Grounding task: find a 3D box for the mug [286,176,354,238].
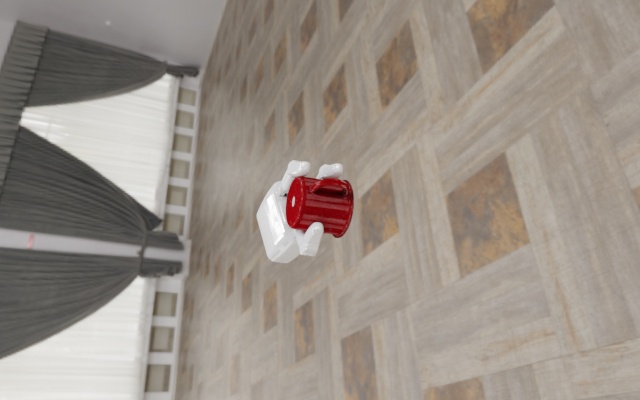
[{"bbox_3d":[0.000,0.002,0.728,0.081,0.093,0.117,8,-30,-21],"label":"mug"}]
